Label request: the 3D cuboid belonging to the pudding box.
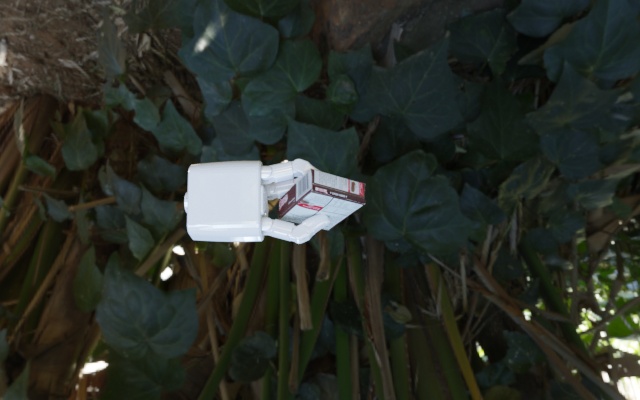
[{"bbox_3d":[0.000,0.002,0.704,0.090,0.039,0.113,13,-28,-25],"label":"pudding box"}]
